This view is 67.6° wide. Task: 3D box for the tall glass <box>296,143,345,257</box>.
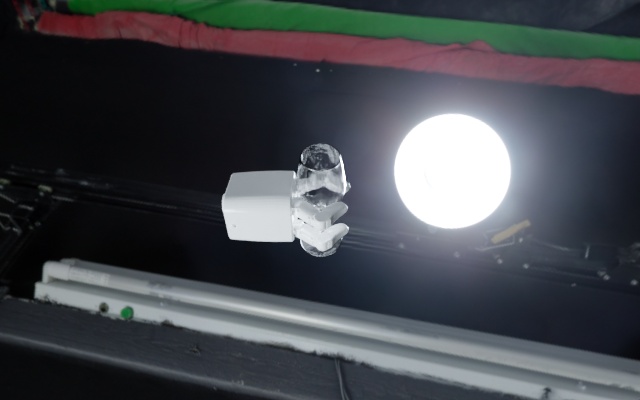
[{"bbox_3d":[0.000,0.003,0.779,0.079,0.079,0.201,0,-43,0],"label":"tall glass"}]
